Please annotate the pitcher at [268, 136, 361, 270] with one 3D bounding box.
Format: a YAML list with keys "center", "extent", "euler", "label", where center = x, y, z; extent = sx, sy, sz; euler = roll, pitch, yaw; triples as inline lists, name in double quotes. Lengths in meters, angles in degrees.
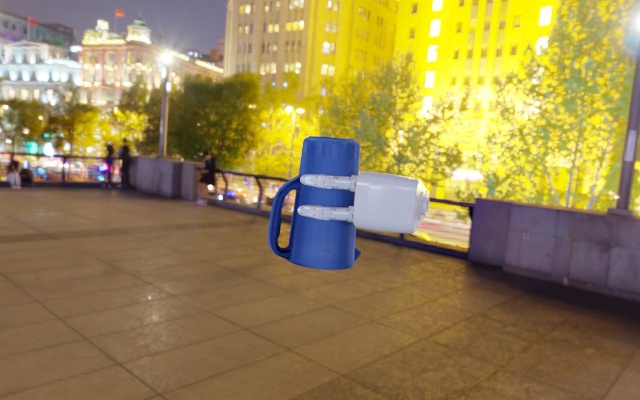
- center: [0.000, 0.003, 0.900]
  extent: [0.145, 0.243, 0.149]
  euler: [8, 6, 25]
  label: "pitcher"
